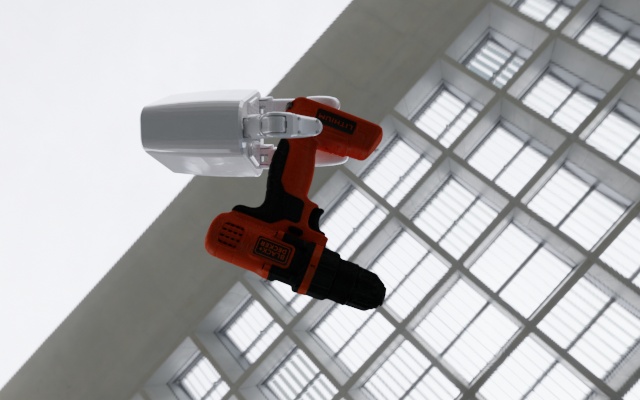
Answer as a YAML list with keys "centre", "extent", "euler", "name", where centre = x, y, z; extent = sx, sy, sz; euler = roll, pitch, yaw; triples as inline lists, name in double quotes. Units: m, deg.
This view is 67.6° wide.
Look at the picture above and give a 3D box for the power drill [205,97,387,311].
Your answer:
- centre: [0.000, 0.001, 0.485]
  extent: [0.184, 0.187, 0.057]
  euler: [22, -17, -2]
  name: "power drill"
